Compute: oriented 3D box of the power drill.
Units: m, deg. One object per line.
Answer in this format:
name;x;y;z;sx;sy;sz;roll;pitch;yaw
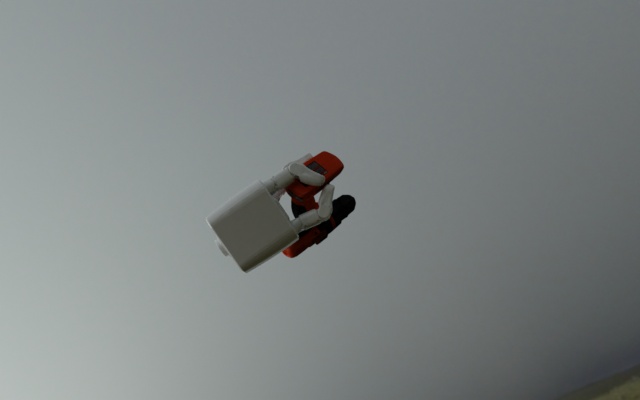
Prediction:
power drill;0.000;0.003;0.864;0.057;0.188;0.184;37;59;27
